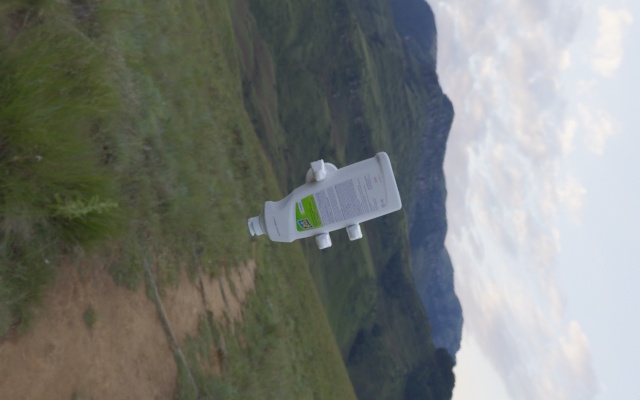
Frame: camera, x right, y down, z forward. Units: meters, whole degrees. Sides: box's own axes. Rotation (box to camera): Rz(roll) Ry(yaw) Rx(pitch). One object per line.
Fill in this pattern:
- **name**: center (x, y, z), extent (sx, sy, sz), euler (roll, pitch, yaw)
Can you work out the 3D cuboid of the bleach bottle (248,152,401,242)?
- **bleach bottle**: center (0.000, 0.003, 0.794), extent (0.251, 0.102, 0.068), euler (-16, 6, 3)
